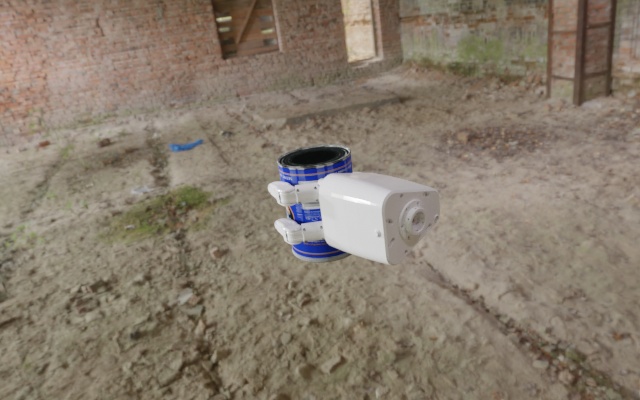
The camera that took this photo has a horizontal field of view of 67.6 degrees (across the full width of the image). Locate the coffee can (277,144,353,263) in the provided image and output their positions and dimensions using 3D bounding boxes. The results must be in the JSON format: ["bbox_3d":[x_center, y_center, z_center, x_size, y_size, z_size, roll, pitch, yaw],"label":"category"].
[{"bbox_3d":[0.000,0.002,0.677,0.103,0.140,0.102,-7,21,3],"label":"coffee can"}]
